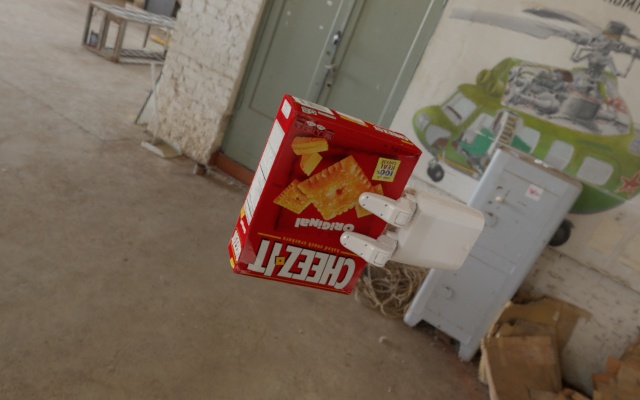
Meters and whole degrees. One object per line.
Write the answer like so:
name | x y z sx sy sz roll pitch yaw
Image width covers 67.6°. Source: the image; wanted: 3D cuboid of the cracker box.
cracker box | 0.000 0.002 0.579 0.164 0.214 0.072 15 22 -21
